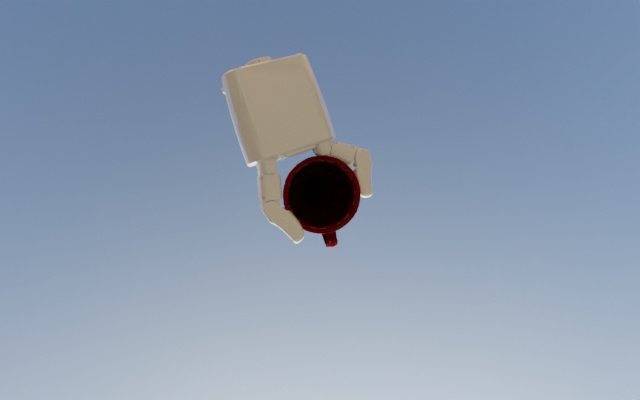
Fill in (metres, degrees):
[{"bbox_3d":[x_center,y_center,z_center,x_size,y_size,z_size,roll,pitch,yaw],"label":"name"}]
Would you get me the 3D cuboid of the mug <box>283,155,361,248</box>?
[{"bbox_3d":[0.001,0.003,0.603,0.093,0.117,0.081,-18,6,-6],"label":"mug"}]
